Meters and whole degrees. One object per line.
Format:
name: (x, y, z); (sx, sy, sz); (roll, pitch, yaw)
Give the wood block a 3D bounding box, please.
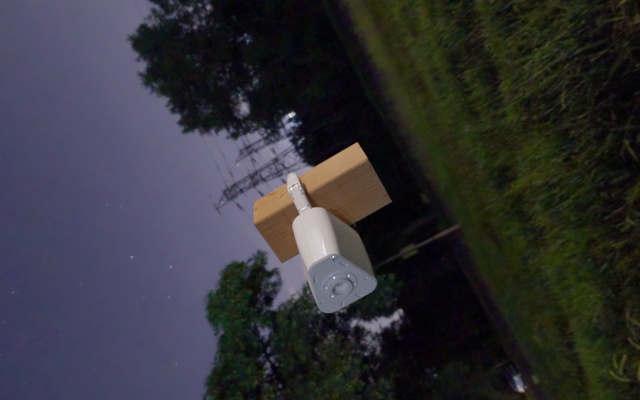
wood block: (0.000, 0.003, 0.792); (0.206, 0.091, 0.090); (-30, 24, 6)
